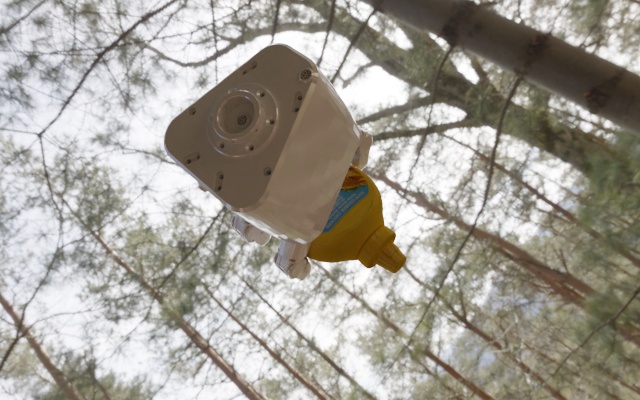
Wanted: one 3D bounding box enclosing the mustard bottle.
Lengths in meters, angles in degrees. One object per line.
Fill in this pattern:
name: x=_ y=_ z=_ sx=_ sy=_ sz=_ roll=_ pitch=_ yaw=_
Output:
mustard bottle: x=0.000 y=0.001 z=0.449 sx=0.191 sy=0.096 sz=0.058 roll=38 pitch=-24 yaw=22
